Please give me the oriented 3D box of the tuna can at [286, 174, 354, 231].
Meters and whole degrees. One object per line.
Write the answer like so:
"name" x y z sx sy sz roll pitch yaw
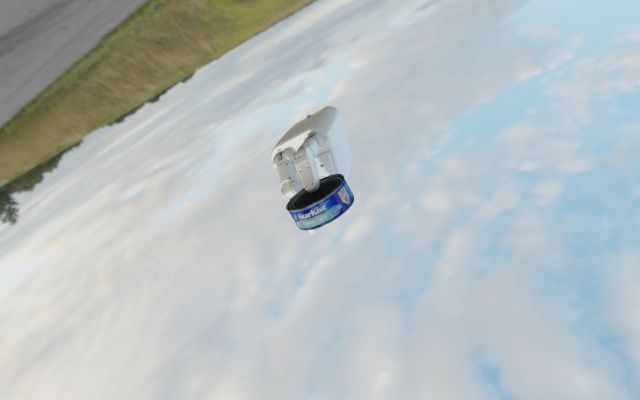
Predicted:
"tuna can" 0.000 0.003 0.620 0.086 0.034 0.086 -27 18 9
